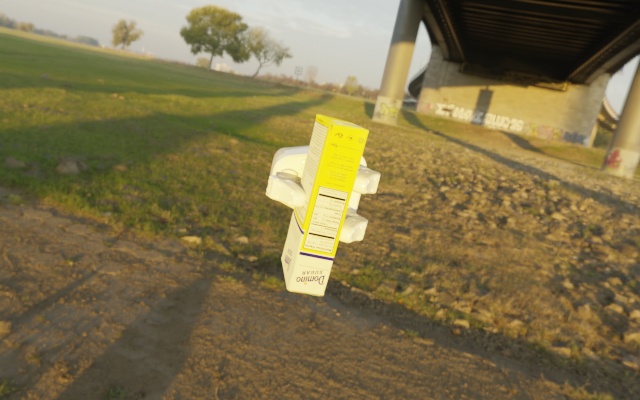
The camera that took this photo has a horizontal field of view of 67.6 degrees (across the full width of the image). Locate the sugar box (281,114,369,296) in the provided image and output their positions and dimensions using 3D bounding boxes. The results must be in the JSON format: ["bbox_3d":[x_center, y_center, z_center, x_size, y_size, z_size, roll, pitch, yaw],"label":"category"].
[{"bbox_3d":[0.001,0.002,0.510,0.048,0.176,0.093,10,13,-11],"label":"sugar box"}]
